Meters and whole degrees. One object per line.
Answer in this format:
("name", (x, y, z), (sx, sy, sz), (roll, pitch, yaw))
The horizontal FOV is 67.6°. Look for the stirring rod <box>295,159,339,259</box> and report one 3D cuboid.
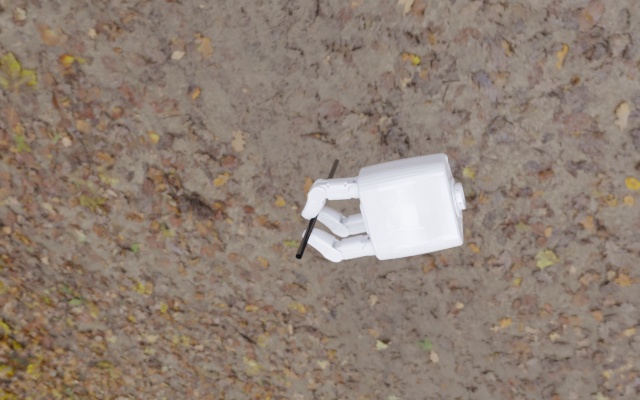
("stirring rod", (0.000, 0.002, 0.666), (0.011, 0.011, 0.239), (0, 33, 15))
